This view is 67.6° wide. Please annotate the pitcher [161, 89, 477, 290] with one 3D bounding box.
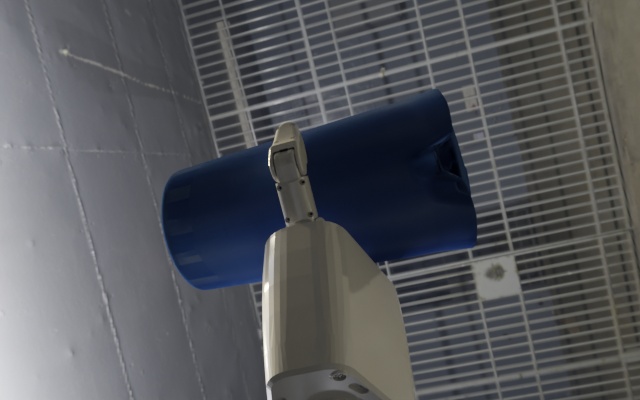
[{"bbox_3d":[0.000,0.001,0.417,0.243,0.149,0.145,-13,41,7],"label":"pitcher"}]
